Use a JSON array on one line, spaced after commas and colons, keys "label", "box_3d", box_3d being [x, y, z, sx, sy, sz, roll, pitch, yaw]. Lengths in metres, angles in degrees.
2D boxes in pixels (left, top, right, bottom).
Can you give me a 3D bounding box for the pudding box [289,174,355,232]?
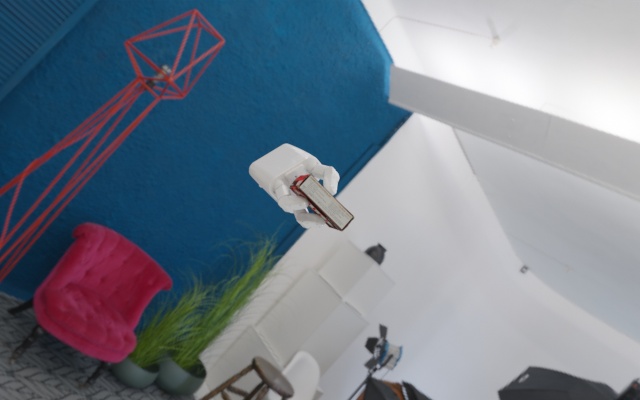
[{"label": "pudding box", "box_3d": [0.000, 0.003, 0.855, 0.113, 0.039, 0.090, 43, -7, -11]}]
